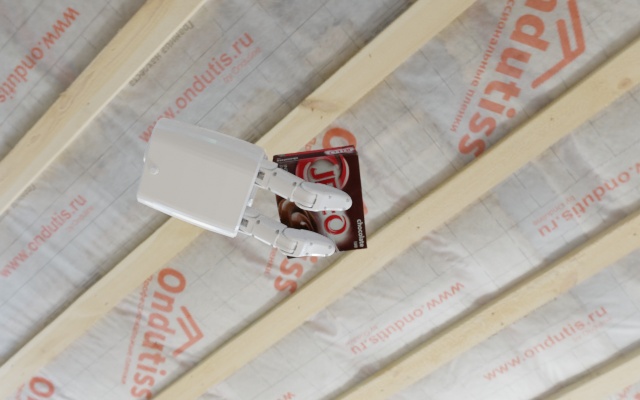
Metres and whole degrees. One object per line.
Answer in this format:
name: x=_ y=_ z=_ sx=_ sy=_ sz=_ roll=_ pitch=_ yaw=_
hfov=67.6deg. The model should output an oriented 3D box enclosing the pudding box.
pudding box: x=0.000 y=0.002 z=0.513 sx=0.090 sy=0.113 sz=0.039 roll=-8 pitch=23 yaw=1
